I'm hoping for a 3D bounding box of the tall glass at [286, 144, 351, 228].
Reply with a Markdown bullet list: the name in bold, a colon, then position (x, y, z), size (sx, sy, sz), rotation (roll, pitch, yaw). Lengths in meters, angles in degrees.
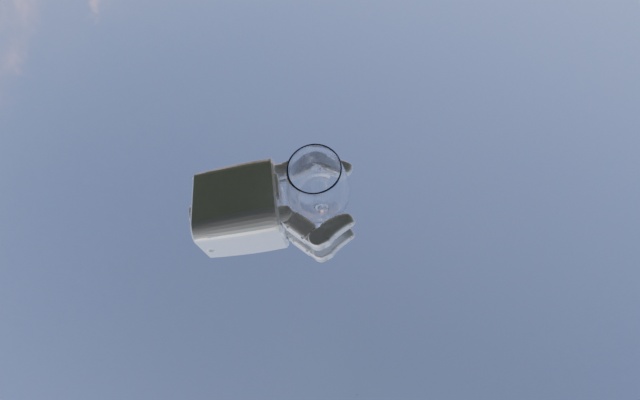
- **tall glass**: position (0.000, 0.002, 0.614), size (0.079, 0.079, 0.201), rotation (0, -22, 4)
